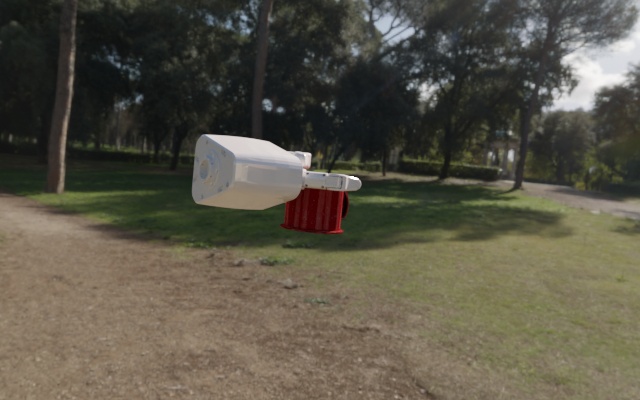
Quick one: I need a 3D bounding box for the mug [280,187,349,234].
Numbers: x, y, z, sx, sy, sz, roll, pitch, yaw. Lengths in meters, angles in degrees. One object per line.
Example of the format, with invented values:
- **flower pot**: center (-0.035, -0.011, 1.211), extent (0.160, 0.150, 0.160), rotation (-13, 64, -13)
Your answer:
- **mug**: center (0.001, 0.002, 0.703), extent (0.117, 0.081, 0.093), rotation (3, 4, -43)
